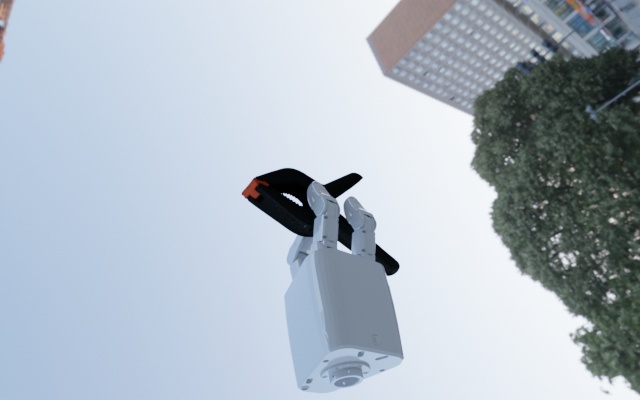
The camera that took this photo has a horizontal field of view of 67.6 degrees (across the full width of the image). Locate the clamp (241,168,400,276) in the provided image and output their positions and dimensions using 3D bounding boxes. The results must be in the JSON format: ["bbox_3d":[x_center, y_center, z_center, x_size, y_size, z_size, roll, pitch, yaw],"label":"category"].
[{"bbox_3d":[-0.001,0.002,0.588,0.210,0.164,0.036,21,-52,-32],"label":"clamp"}]
